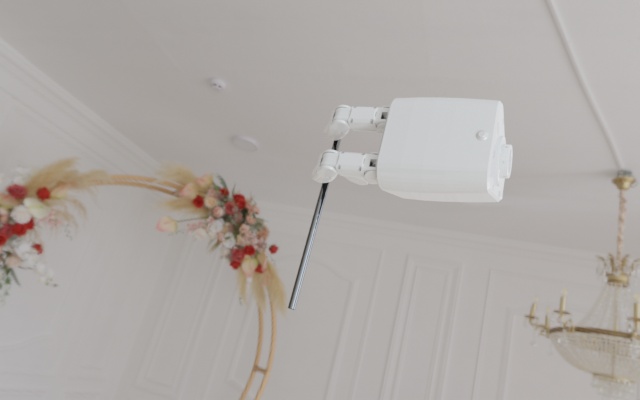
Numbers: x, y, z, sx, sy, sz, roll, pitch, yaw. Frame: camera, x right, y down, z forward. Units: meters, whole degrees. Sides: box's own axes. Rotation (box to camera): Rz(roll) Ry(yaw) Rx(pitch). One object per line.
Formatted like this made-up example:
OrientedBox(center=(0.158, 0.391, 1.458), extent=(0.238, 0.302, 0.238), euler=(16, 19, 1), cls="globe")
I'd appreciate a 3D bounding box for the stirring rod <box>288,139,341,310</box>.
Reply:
OrientedBox(center=(0.000, 0.002, 0.530), extent=(0.011, 0.239, 0.011), euler=(14, -19, 5), cls="stirring rod")
